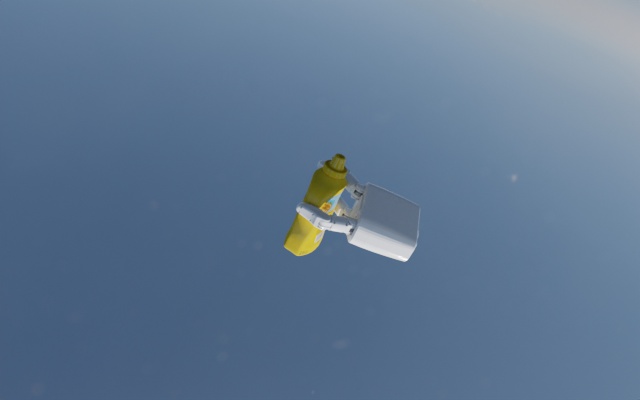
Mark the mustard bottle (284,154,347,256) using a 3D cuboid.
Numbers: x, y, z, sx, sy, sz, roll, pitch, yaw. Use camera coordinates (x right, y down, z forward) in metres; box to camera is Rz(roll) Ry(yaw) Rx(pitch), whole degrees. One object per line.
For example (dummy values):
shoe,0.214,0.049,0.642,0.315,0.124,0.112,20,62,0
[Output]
mustard bottle,0.000,0.003,0.830,0.058,0.192,0.096,34,32,15
